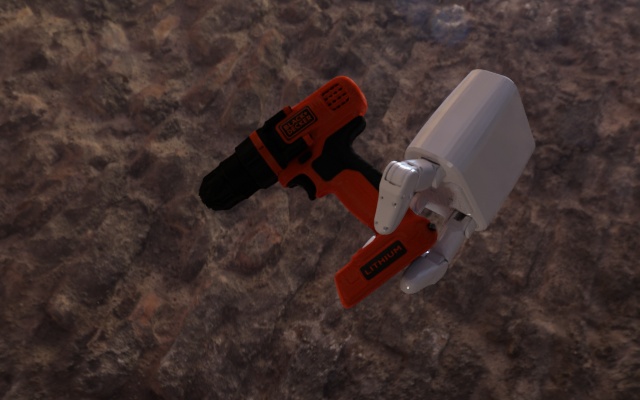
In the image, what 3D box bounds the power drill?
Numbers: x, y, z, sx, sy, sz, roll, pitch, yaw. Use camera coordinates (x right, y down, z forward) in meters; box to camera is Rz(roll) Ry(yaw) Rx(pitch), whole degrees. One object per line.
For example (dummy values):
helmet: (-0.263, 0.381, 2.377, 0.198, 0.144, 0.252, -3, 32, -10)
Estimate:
power drill: (0.001, 0.002, 0.440, 0.184, 0.187, 0.057, -37, -12, 4)
